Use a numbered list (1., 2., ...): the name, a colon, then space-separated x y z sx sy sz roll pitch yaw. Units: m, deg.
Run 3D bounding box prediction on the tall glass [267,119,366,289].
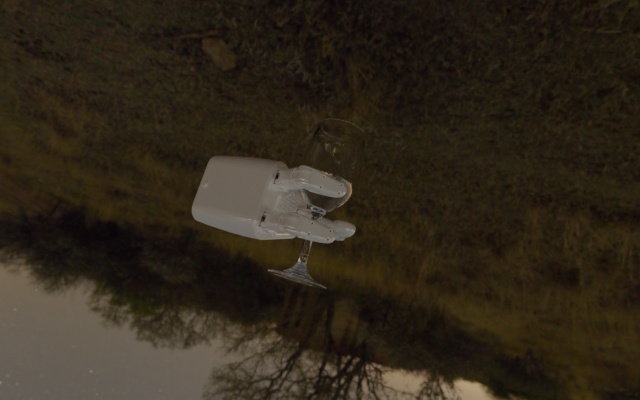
1. tall glass: 0.000 0.003 0.590 0.079 0.201 0.079 17 -13 4
